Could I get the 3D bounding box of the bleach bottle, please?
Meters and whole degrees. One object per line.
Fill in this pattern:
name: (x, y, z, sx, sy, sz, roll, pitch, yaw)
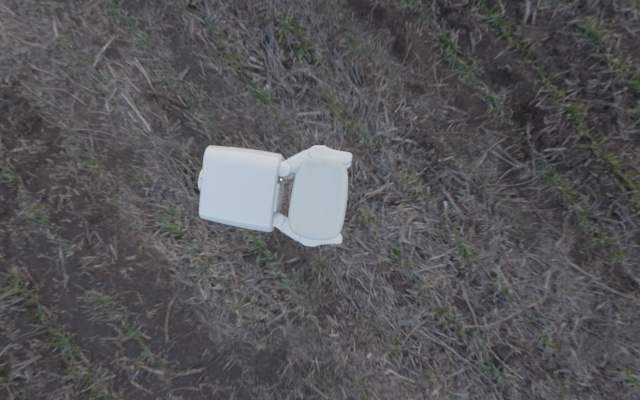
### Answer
bleach bottle: (0.000, 0.002, 0.691, 0.068, 0.102, 0.251, 9, -3, 1)
